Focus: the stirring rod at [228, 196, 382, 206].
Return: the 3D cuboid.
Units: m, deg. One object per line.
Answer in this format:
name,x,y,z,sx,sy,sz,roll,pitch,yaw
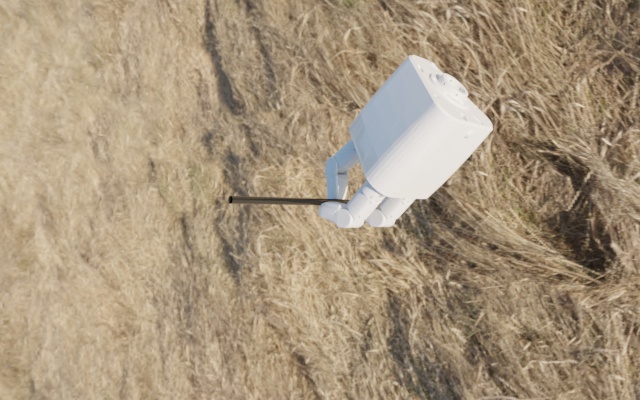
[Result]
stirring rod,0.000,0.002,0.549,0.239,0.011,0.011,2,-1,-43
